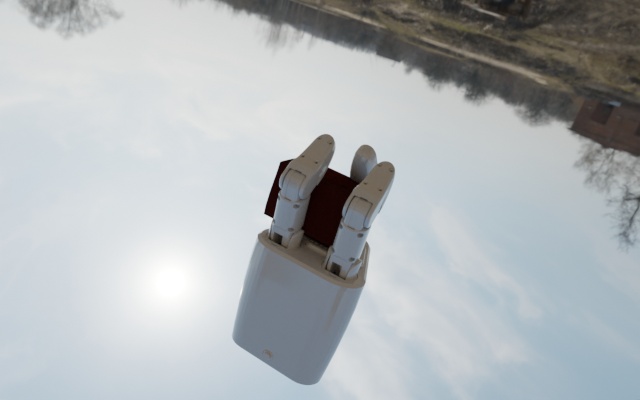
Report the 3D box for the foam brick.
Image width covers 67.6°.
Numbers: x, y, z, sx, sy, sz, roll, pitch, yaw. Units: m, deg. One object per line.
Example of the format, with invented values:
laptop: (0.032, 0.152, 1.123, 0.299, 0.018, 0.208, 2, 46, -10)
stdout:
foam brick: (0.000, 0.001, 0.415, 0.078, 0.051, 0.053, 26, 18, 19)
